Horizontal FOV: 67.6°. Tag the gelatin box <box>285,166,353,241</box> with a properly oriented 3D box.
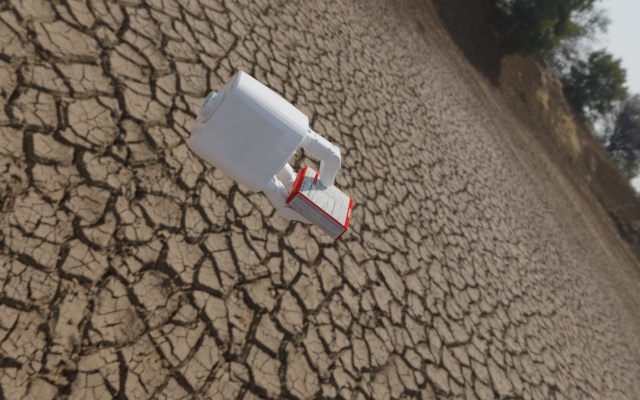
[{"bbox_3d":[0.001,0.002,0.653,0.089,0.030,0.073,37,31,-13],"label":"gelatin box"}]
